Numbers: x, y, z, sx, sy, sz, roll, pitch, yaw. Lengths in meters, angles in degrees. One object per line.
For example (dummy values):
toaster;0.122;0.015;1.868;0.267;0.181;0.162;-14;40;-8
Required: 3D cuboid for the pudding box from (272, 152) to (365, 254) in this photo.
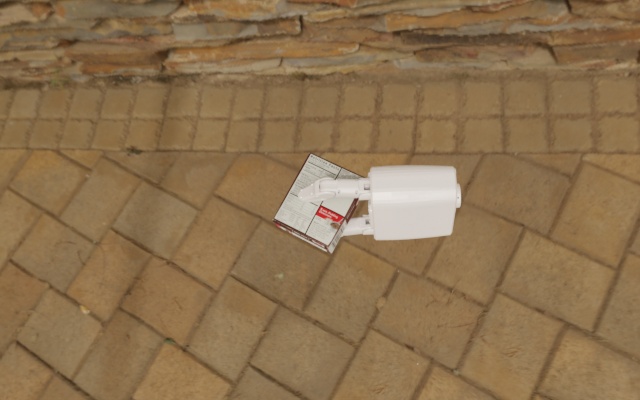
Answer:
pudding box;0.000;0.002;0.655;0.090;0.113;0.039;26;-14;14
